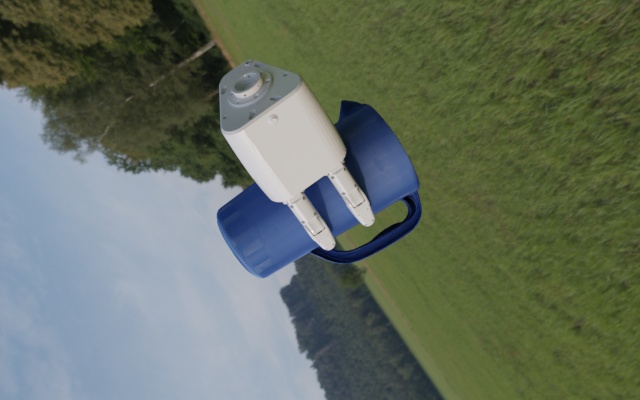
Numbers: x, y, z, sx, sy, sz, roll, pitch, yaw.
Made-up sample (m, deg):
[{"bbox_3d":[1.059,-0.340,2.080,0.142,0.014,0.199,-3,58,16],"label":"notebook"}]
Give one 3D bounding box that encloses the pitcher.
[{"bbox_3d":[0.000,0.002,0.613,0.243,0.145,0.149,-34,44,0],"label":"pitcher"}]
